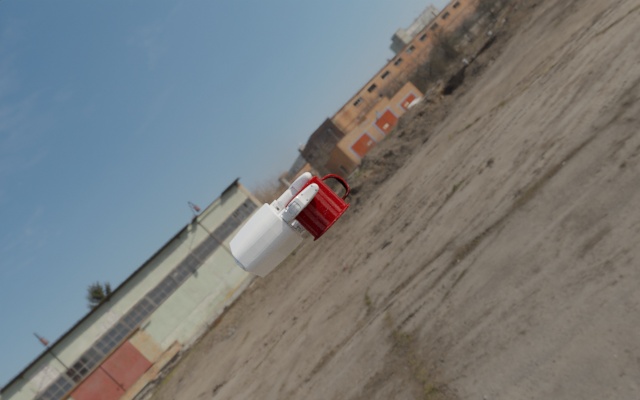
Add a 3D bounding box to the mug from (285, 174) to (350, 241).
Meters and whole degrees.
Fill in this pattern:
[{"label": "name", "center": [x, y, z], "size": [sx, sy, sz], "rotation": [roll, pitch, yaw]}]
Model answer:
[{"label": "mug", "center": [0.001, 0.002, 0.852], "size": [0.081, 0.117, 0.093], "rotation": [44, -5, -1]}]
